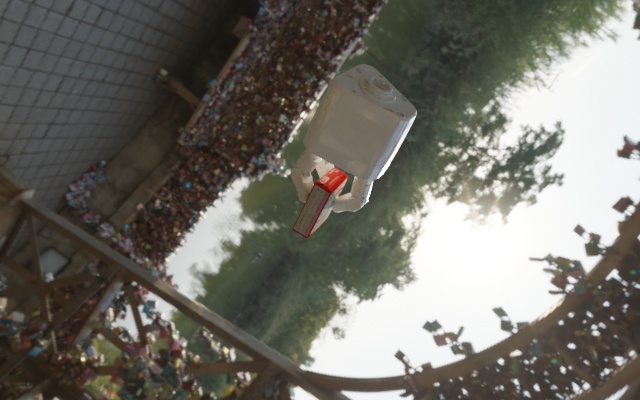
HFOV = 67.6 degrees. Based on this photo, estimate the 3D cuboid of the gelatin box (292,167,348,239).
[{"bbox_3d":[0.000,0.003,0.697,0.030,0.089,0.073,31,29,9],"label":"gelatin box"}]
